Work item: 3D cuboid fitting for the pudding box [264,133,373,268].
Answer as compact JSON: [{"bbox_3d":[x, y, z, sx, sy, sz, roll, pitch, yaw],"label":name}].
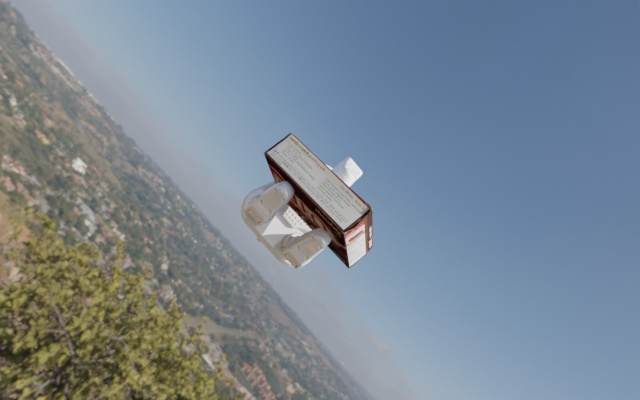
[{"bbox_3d":[0.000,0.001,0.453,0.113,0.039,0.090,43,-14,23],"label":"pudding box"}]
